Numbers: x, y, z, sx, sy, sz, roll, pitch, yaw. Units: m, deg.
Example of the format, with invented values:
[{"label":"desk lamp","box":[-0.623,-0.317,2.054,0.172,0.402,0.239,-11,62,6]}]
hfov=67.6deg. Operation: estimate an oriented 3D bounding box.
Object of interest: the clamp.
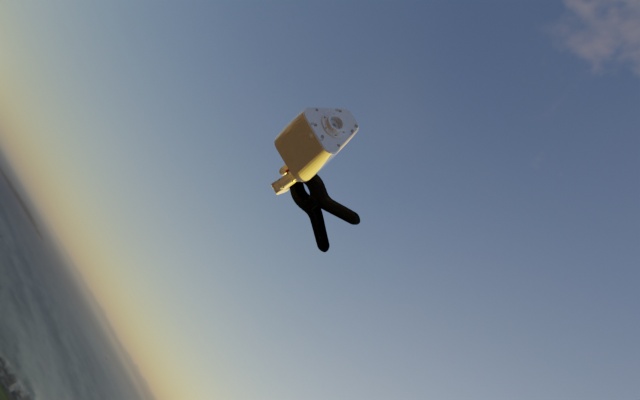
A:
[{"label":"clamp","box":[0.000,0.003,0.883,0.120,0.171,0.039,-33,-4,38]}]
